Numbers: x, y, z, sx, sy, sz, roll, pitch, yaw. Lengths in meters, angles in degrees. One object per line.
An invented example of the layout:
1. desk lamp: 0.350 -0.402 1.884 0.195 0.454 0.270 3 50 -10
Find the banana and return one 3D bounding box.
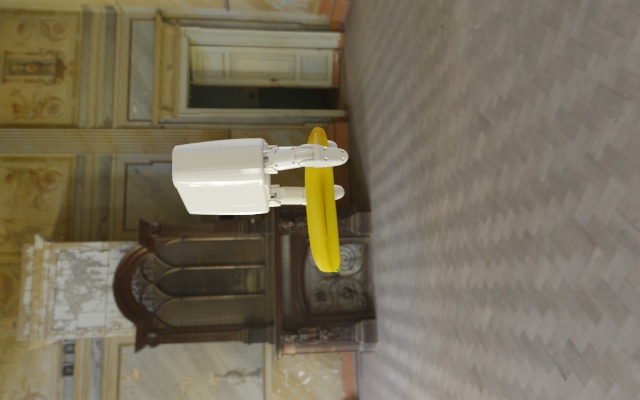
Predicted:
1. banana: 0.001 0.010 0.599 0.037 0.198 0.069 -6 14 0
